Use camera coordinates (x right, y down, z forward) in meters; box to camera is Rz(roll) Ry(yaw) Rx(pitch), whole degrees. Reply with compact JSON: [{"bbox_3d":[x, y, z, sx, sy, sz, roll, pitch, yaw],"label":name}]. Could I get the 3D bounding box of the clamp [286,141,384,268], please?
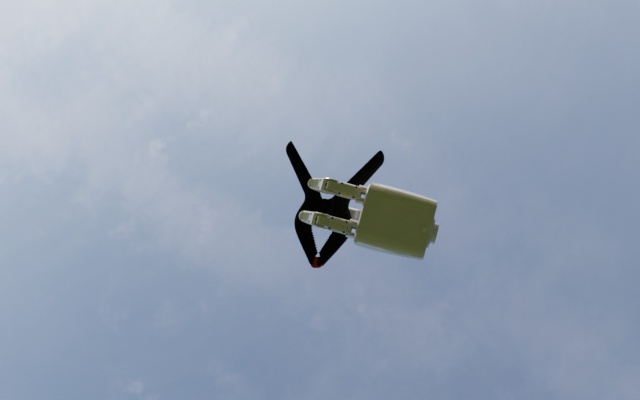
[{"bbox_3d":[0.000,0.003,0.779,0.164,0.210,0.036,14,-5,14],"label":"clamp"}]
